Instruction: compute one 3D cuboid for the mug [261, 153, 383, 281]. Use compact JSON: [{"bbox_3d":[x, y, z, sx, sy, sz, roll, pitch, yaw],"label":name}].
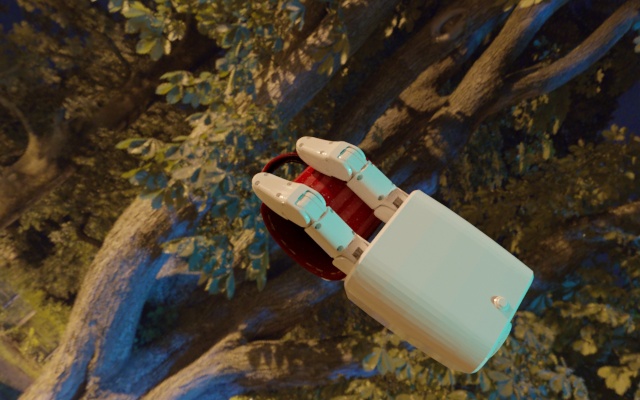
[{"bbox_3d":[-0.001,0.000,0.418,0.117,0.081,0.093,36,-29,13],"label":"mug"}]
